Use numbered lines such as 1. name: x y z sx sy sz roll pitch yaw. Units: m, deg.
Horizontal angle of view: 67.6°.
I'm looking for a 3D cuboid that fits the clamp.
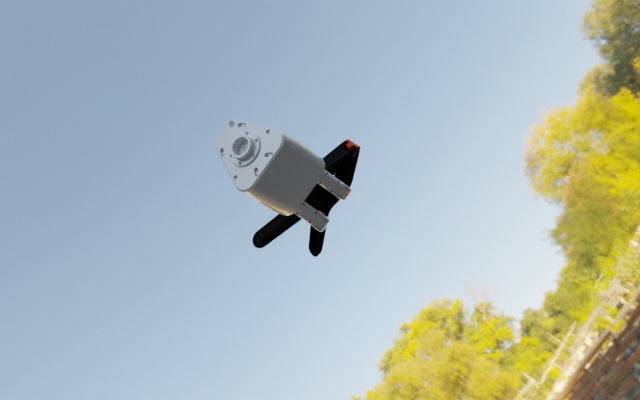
1. clamp: 0.000 0.002 0.753 0.036 0.210 0.164 38 4 32
